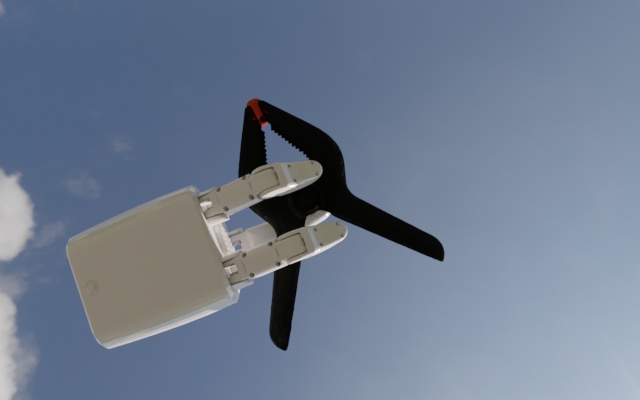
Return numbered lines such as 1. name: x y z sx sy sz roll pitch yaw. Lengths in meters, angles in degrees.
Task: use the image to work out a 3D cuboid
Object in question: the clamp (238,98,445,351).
1. clamp: 0.000 0.001 0.417 0.164 0.210 0.036 -22 -7 -4
